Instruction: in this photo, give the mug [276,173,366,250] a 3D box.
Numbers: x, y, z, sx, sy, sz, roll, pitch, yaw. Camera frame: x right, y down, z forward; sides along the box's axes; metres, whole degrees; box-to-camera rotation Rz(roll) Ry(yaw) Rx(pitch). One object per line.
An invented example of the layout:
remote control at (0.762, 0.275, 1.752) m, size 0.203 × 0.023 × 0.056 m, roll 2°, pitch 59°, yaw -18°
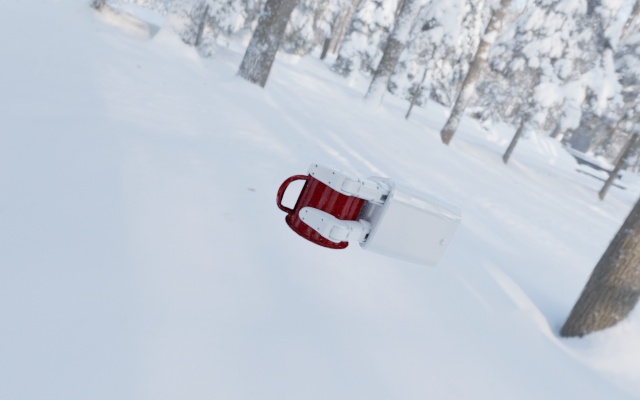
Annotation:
mug at (-0.001, 0.001, 0.623) m, size 0.117 × 0.081 × 0.093 m, roll 19°, pitch 17°, yaw -17°
